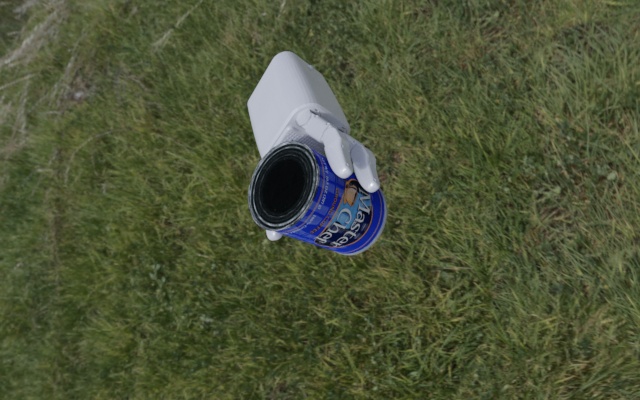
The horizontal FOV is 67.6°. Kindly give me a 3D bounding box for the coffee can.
[{"bbox_3d":[0.000,0.002,0.567,0.103,0.102,0.140,0,-16,39],"label":"coffee can"}]
